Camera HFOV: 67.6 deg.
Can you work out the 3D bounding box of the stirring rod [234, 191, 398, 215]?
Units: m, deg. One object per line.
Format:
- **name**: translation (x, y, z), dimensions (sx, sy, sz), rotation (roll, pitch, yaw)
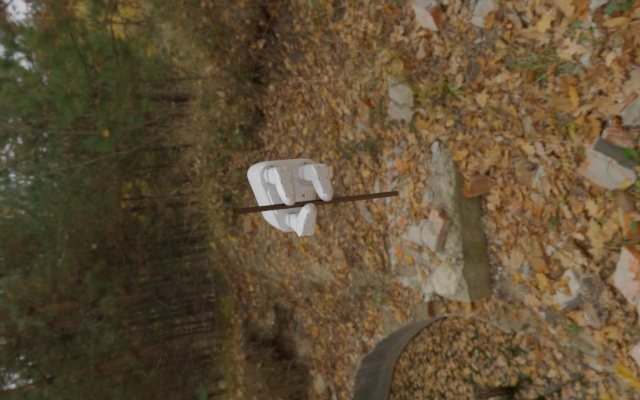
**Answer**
- **stirring rod**: translation (0.000, 0.002, 0.665), dimensions (0.239, 0.011, 0.011), rotation (-6, 2, -19)
